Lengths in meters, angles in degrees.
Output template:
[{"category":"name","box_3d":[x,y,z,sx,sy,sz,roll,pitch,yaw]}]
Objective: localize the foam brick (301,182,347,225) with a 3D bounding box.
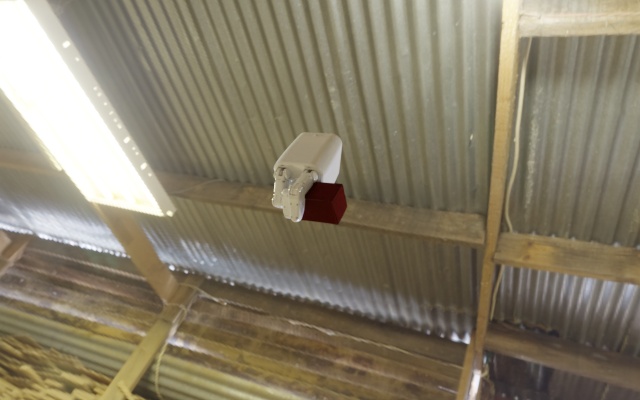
[{"category":"foam brick","box_3d":[0.000,0.003,0.826,0.078,0.053,0.051,7,40,26]}]
